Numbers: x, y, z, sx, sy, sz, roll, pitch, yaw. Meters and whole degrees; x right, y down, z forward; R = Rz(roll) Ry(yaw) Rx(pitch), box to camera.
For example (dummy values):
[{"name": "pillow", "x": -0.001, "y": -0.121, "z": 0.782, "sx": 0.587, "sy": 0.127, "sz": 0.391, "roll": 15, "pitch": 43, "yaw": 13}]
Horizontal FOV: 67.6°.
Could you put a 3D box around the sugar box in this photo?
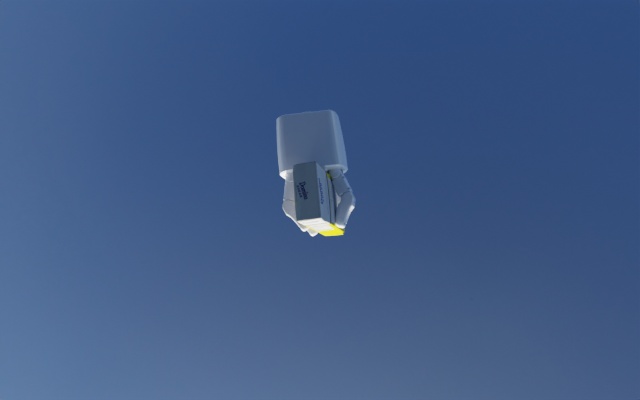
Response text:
[{"name": "sugar box", "x": 0.000, "y": 0.003, "z": 0.804, "sx": 0.048, "sy": 0.093, "sz": 0.176, "roll": -9, "pitch": -14, "yaw": 16}]
